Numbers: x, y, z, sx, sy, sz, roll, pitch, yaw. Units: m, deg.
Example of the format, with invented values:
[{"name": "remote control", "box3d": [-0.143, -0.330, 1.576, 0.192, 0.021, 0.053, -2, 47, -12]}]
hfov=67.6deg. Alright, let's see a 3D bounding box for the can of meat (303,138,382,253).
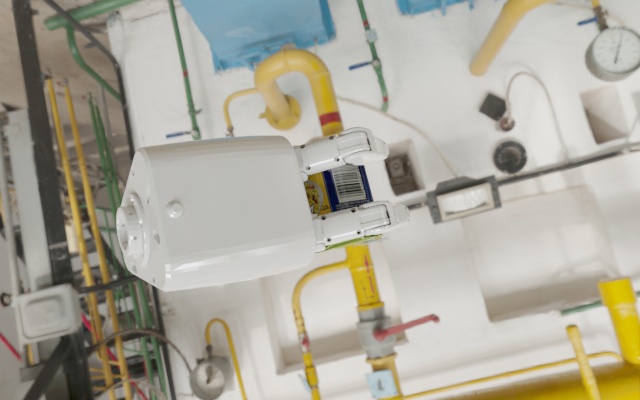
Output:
[{"name": "can of meat", "box3d": [0.000, 0.002, 0.412, 0.057, 0.084, 0.102, -7, -10, -37]}]
